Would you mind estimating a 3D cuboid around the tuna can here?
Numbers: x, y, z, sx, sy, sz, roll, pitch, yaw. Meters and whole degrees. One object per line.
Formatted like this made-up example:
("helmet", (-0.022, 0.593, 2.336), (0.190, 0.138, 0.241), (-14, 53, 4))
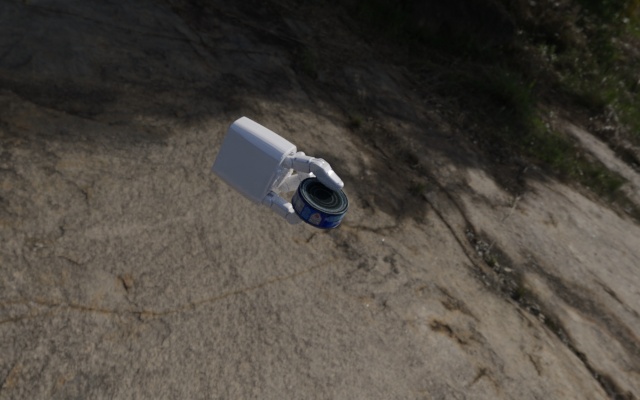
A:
("tuna can", (0.000, 0.002, 0.744), (0.086, 0.034, 0.086), (18, 38, -15))
